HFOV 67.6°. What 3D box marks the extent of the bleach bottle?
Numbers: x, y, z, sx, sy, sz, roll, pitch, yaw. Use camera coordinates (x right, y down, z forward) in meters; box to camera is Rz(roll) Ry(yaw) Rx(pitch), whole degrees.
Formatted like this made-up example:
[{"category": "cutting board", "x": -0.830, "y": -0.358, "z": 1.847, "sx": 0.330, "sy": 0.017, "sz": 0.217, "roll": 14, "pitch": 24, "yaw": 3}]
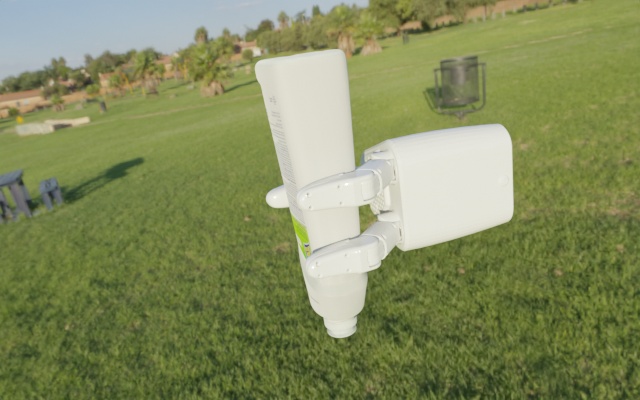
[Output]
[{"category": "bleach bottle", "x": 0.000, "y": 0.001, "z": 0.421, "sx": 0.068, "sy": 0.251, "sz": 0.102, "roll": -12, "pitch": 18, "yaw": -10}]
